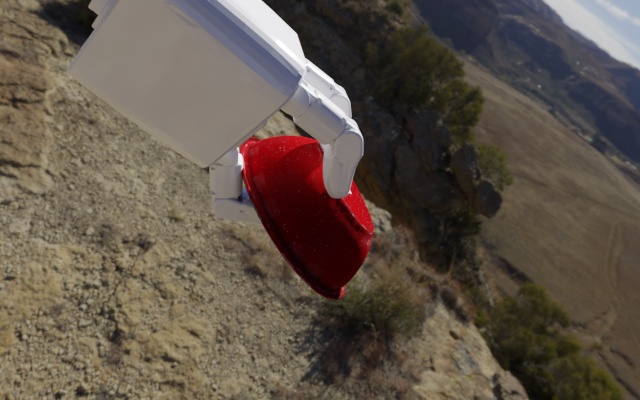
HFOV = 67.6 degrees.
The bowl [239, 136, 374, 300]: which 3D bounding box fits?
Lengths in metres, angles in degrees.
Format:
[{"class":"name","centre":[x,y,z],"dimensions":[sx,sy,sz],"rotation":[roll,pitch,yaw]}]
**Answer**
[{"class":"bowl","centre":[0.001,0.002,0.415],"dimensions":[0.055,0.162,0.162],"rotation":[-30,-8,13]}]
